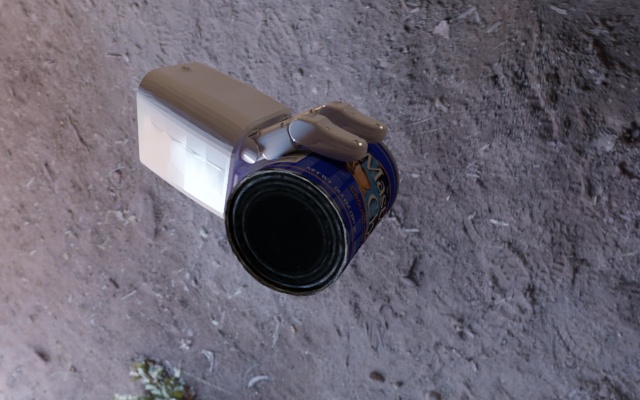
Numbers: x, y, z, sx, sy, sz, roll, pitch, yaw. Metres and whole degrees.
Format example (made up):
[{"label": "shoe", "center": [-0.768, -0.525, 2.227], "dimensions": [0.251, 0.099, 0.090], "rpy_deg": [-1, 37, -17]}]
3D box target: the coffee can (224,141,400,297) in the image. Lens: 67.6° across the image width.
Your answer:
[{"label": "coffee can", "center": [0.000, 0.001, 0.407], "dimensions": [0.103, 0.103, 0.140], "rpy_deg": [0, 20, 25]}]
